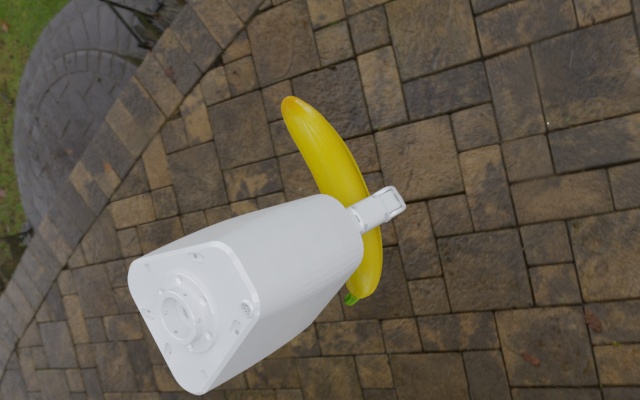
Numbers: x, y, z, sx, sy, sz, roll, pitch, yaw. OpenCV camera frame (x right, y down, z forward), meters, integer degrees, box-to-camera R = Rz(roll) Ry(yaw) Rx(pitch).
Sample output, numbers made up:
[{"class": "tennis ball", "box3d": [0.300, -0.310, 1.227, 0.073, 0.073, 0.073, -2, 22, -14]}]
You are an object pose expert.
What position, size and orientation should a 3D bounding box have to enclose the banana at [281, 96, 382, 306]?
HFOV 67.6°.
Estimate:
[{"class": "banana", "box3d": [0.014, 0.003, 0.403, 0.069, 0.198, 0.037, -9, 10, 46]}]
